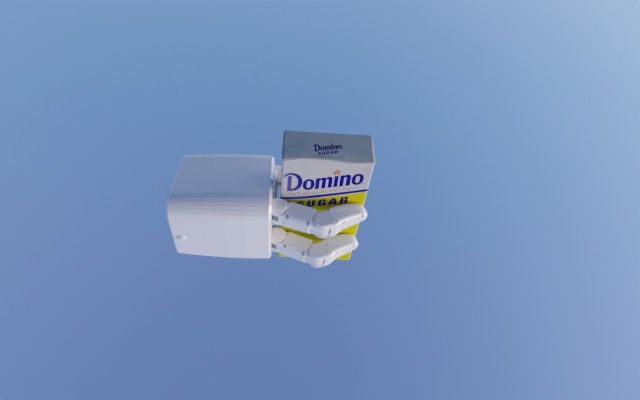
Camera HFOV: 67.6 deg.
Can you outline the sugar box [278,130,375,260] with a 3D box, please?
[{"bbox_3d":[0.000,0.002,0.536,0.093,0.048,0.176,2,-37,-4],"label":"sugar box"}]
